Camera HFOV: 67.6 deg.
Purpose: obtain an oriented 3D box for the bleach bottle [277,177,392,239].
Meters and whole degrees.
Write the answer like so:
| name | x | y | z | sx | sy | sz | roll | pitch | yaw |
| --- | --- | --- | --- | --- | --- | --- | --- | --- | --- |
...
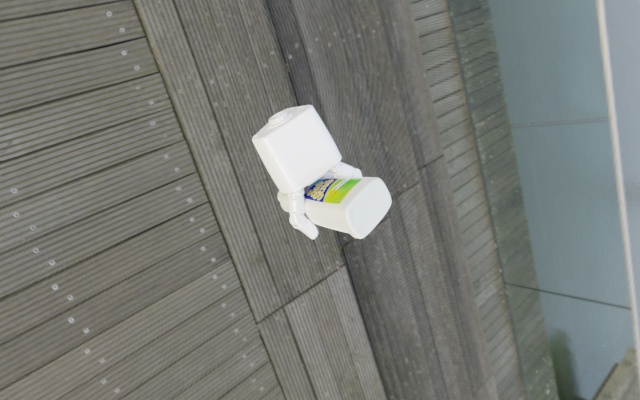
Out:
| name | x | y | z | sx | sy | sz | roll | pitch | yaw |
| --- | --- | --- | --- | --- | --- | --- | --- | --- | --- |
| bleach bottle | 0.000 | 0.003 | 0.831 | 0.102 | 0.068 | 0.251 | -45 | 29 | -27 |
